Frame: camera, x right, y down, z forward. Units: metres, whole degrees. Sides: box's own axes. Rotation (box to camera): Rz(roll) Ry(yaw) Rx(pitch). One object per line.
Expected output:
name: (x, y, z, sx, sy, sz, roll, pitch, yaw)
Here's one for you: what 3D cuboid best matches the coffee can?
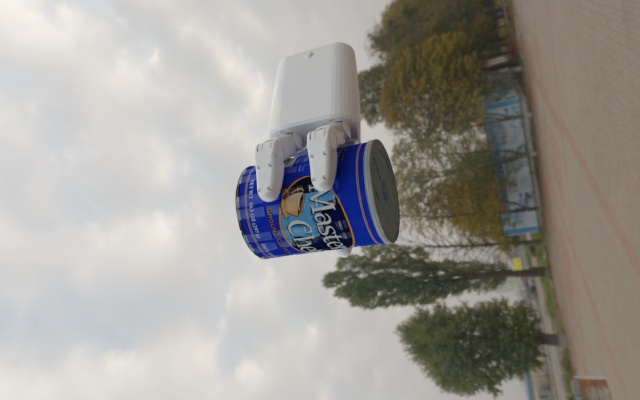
coffee can: (0.000, 0.002, 0.488, 0.140, 0.103, 0.103, -10, -4, 21)
